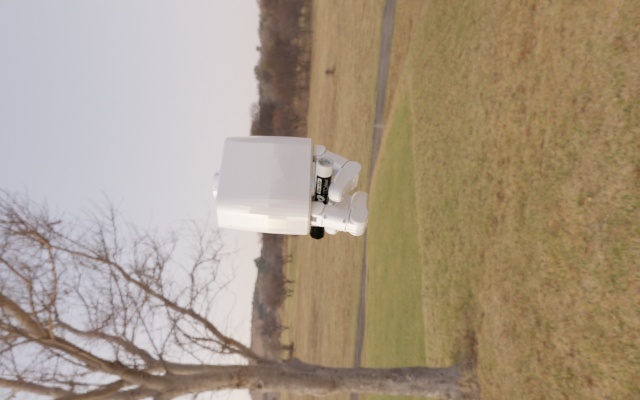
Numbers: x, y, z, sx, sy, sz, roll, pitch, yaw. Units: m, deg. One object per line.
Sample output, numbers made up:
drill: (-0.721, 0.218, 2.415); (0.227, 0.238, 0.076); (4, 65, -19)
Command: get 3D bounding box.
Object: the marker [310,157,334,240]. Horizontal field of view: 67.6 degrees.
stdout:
marker: (0.000, 0.002, 0.560); (0.020, 0.121, 0.020); (3, 43, -3)
